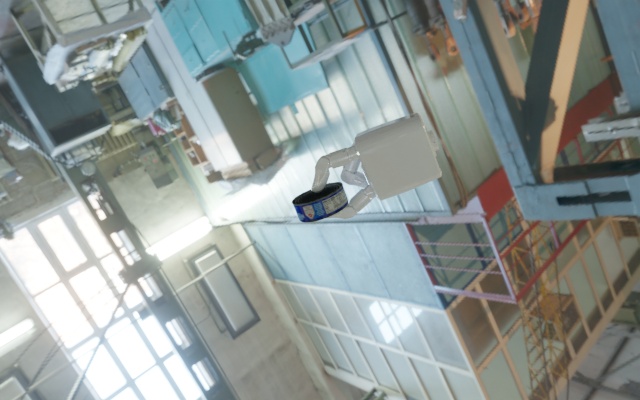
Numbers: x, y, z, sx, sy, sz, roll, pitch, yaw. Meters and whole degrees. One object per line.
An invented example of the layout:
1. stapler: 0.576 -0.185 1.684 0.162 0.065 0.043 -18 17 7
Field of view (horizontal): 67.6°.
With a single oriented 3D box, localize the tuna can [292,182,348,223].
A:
1. tuna can: 0.000 0.003 0.757 0.086 0.034 0.086 -19 14 5
